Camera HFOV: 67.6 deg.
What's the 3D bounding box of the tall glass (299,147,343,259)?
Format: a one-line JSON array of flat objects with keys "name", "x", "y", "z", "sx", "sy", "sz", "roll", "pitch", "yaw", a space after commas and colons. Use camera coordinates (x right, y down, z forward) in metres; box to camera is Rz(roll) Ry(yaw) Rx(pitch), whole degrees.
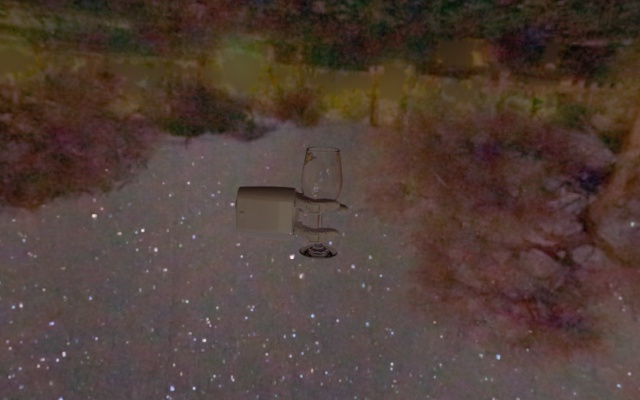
[{"name": "tall glass", "x": 0.000, "y": 0.004, "z": 0.897, "sx": 0.079, "sy": 0.201, "sz": 0.079, "roll": 3, "pitch": 14, "yaw": -1}]
